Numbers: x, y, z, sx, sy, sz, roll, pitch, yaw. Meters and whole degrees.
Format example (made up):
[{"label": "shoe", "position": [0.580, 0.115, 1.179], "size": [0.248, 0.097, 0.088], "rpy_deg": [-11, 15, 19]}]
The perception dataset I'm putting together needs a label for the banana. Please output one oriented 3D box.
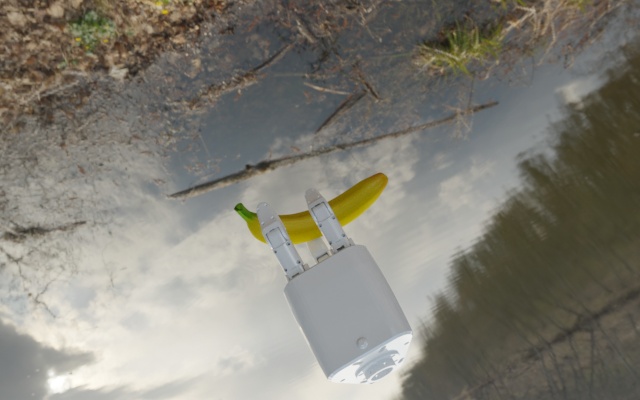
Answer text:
[{"label": "banana", "position": [-0.004, 0.016, 0.587], "size": [0.198, 0.070, 0.037], "rpy_deg": [-14, 46, -20]}]
